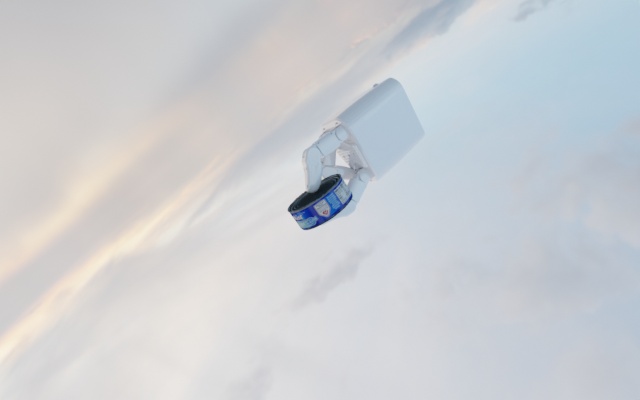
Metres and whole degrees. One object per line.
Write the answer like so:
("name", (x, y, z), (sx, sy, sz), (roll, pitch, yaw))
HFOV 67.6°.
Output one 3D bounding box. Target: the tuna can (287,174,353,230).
("tuna can", (0.000, 0.003, 0.639), (0.086, 0.034, 0.086), (-33, 13, 9))
